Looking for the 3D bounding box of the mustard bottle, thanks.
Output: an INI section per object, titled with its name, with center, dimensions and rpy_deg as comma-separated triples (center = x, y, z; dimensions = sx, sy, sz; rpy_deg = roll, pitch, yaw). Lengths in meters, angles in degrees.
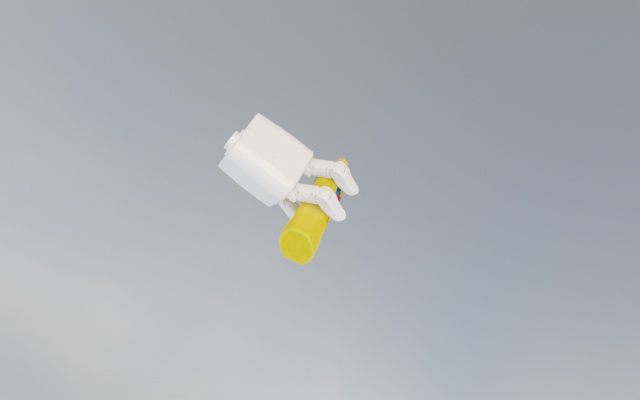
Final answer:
[mustard bottle]
center = 0.000, 0.003, 0.761
dimensions = 0.058, 0.191, 0.096
rpy_deg = 23, -35, 8
